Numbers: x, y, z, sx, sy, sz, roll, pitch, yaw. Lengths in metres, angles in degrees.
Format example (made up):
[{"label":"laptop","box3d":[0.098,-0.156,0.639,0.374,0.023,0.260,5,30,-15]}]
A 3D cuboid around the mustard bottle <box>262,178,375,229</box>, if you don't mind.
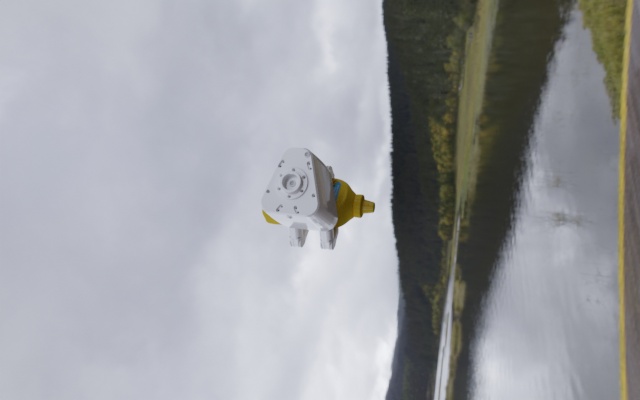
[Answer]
[{"label":"mustard bottle","box3d":[0.000,0.003,0.839,0.191,0.096,0.058,5,-36,16]}]
